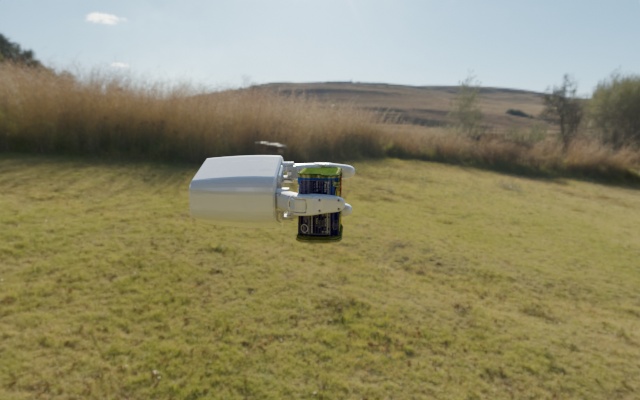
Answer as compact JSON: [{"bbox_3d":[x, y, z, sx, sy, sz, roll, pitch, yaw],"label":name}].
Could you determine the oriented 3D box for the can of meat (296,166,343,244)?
[{"bbox_3d":[0.000,0.002,0.611,0.057,0.084,0.102,1,9,4],"label":"can of meat"}]
